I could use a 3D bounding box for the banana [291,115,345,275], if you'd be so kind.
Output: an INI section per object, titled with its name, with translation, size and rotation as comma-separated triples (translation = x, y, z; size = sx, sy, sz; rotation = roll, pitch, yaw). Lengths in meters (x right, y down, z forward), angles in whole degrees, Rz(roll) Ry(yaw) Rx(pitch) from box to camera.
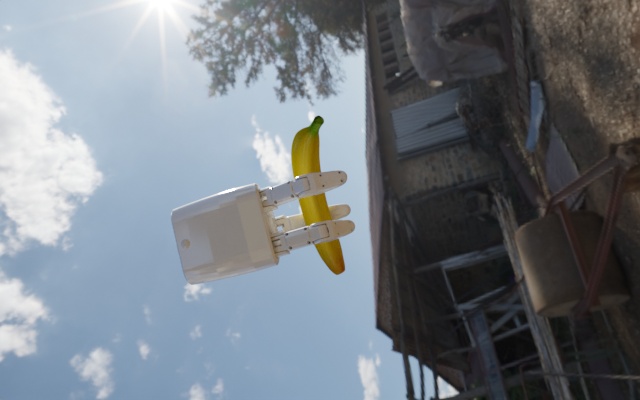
[banana]
translation = -0.006, -0.005, 0.594
size = 0.037, 0.198, 0.069
rotation = -15, 15, -16
